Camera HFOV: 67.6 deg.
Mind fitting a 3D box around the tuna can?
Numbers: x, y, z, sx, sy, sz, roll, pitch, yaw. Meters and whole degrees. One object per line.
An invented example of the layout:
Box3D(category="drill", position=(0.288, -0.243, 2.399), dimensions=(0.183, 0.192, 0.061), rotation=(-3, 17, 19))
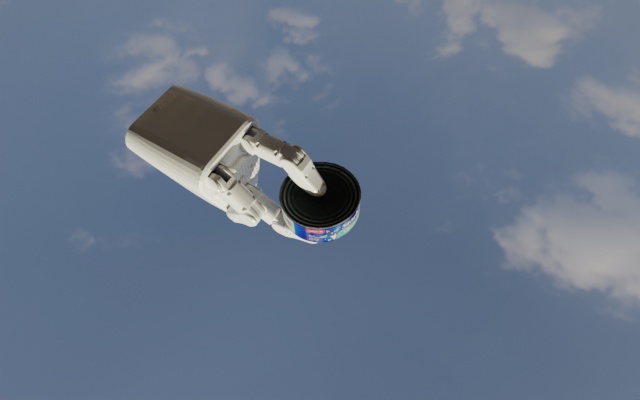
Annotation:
Box3D(category="tuna can", position=(0.000, 0.002, 0.511), dimensions=(0.086, 0.086, 0.034), rotation=(0, -35, 3))
